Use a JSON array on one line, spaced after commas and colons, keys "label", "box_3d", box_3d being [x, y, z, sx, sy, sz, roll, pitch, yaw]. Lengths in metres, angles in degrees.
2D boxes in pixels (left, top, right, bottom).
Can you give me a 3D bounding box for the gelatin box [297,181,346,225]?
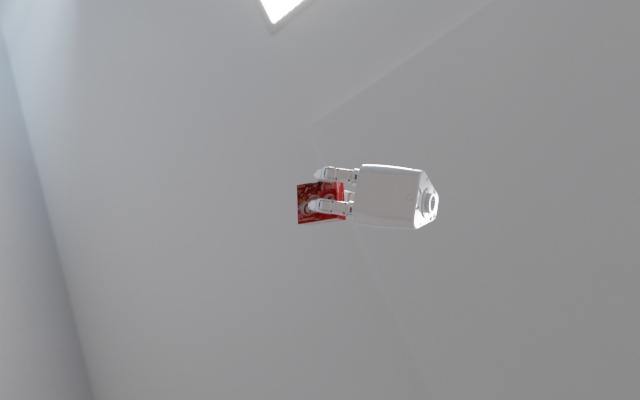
[{"label": "gelatin box", "box_3d": [0.000, 0.003, 0.853, 0.089, 0.073, 0.030, -10, -13, 34]}]
